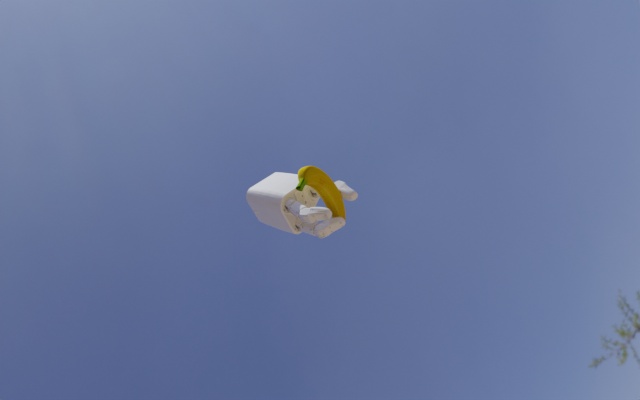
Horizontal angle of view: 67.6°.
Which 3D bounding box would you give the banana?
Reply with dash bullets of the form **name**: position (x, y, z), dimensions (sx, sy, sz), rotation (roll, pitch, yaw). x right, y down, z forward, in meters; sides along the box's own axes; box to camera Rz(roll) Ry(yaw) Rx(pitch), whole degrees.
- **banana**: position (0.003, -0.016, 0.885), dimensions (0.037, 0.069, 0.198), rotation (4, -19, 30)
